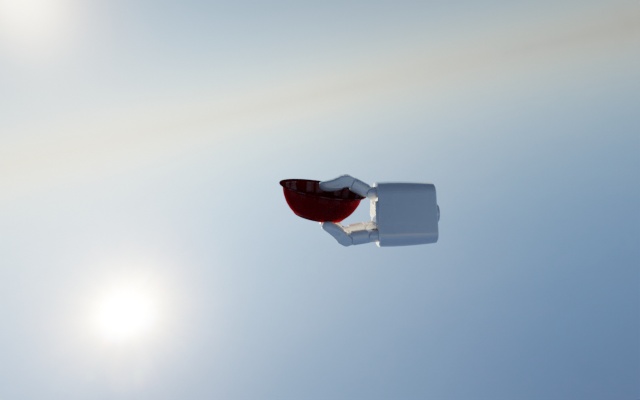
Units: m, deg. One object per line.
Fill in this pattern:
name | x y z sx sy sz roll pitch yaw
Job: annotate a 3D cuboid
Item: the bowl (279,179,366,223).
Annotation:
bowl | -0.001 0.003 0.876 0.162 0.055 0.162 9 12 -2
